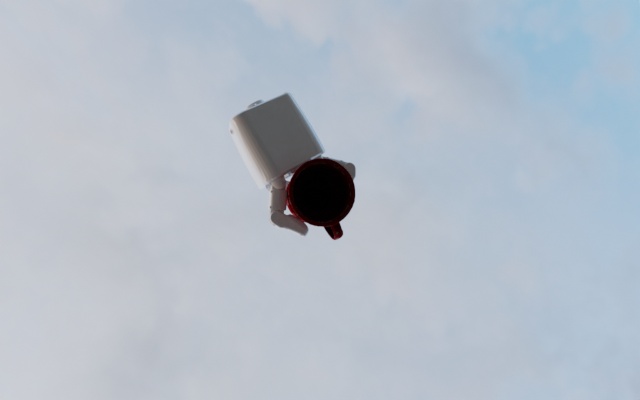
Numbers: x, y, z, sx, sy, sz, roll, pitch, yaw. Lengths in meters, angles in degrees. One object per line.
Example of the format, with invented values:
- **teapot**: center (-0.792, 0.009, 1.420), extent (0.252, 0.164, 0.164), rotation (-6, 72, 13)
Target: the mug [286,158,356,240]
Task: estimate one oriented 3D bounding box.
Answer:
- **mug**: center (0.001, 0.003, 0.683), extent (0.093, 0.117, 0.081), rotation (-29, 2, -12)
